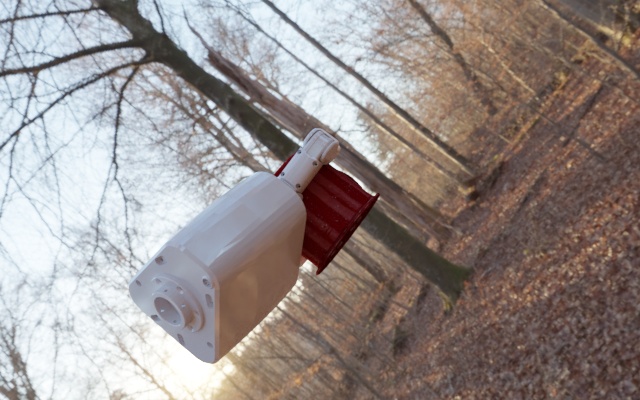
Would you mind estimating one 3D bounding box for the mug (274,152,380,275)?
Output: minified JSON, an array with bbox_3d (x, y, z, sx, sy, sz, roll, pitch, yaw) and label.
[{"bbox_3d":[0.001,0.001,0.447,0.081,0.093,0.117,38,41,8],"label":"mug"}]
